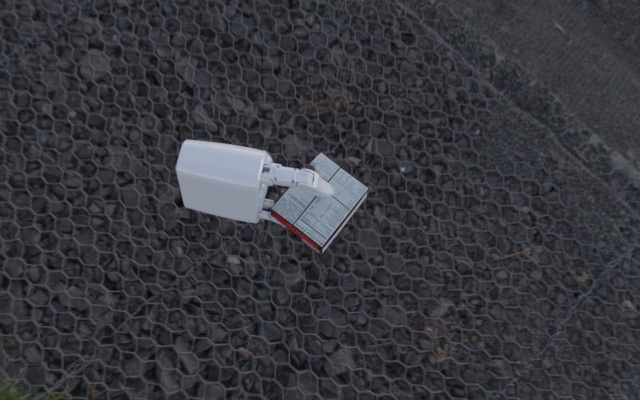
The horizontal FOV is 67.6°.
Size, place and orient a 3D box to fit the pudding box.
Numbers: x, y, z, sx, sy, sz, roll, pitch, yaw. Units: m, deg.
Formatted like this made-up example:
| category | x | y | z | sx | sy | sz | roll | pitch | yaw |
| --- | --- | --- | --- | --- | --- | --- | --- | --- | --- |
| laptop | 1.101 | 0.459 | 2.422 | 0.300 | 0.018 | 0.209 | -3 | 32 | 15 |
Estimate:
| category | x | y | z | sx | sy | sz | roll | pitch | yaw |
| --- | --- | --- | --- | --- | --- | --- | --- | --- | --- |
| pudding box | 0.000 | 0.002 | 0.651 | 0.090 | 0.113 | 0.039 | 38 | -14 | 7 |
